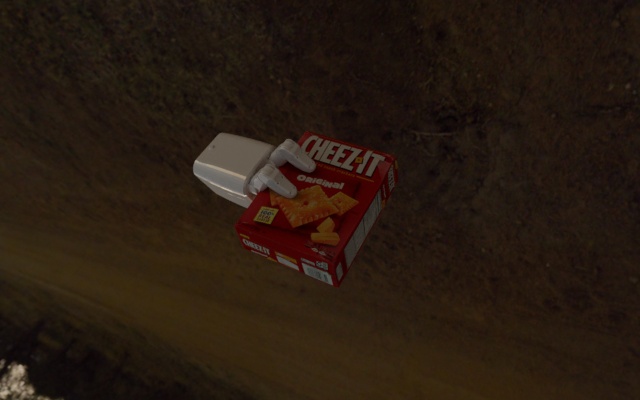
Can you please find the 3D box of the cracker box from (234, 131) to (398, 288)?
[{"bbox_3d":[0.000,0.003,0.719,0.164,0.213,0.072,19,-33,23],"label":"cracker box"}]
